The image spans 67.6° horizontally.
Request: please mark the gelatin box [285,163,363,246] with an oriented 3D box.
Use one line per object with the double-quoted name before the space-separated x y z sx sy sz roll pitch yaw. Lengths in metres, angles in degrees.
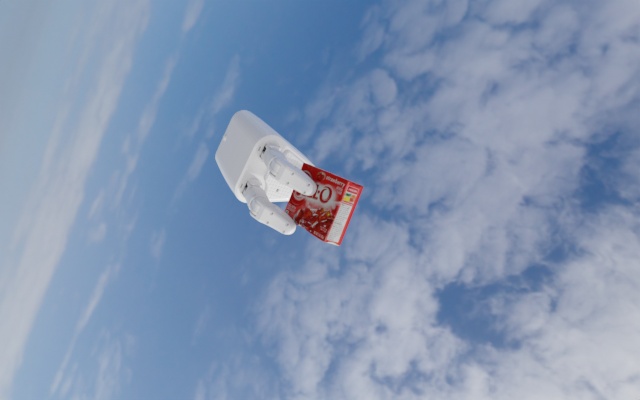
"gelatin box" 0.001 0.002 0.558 0.030 0.073 0.089 18 6 -41
